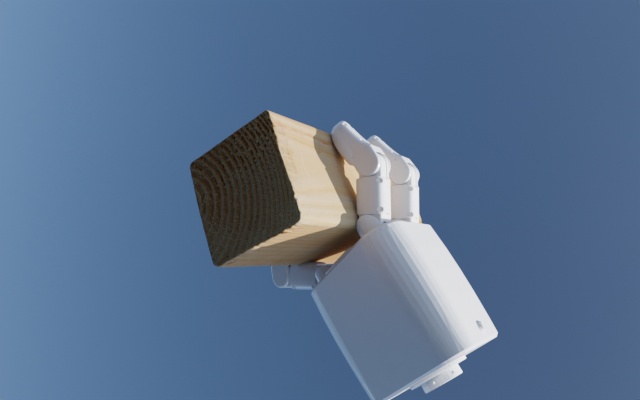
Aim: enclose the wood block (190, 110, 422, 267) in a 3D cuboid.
[{"bbox_3d":[0.000,0.002,0.427,0.091,0.090,0.206,-29,-21,29],"label":"wood block"}]
